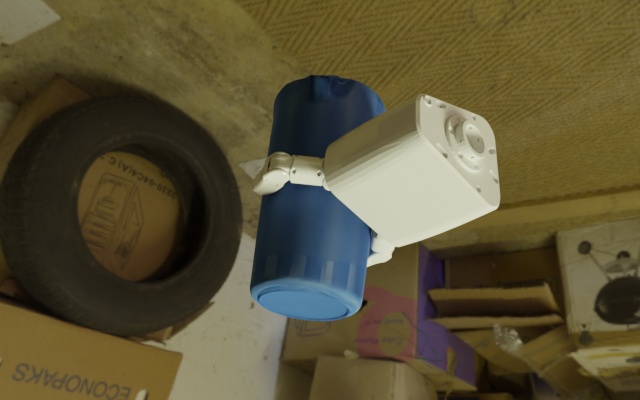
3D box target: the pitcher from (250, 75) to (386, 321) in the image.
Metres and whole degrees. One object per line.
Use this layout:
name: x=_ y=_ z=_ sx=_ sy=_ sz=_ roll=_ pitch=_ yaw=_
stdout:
pitcher: x=0.000 y=0.002 z=0.518 sx=0.149 sy=0.242 sz=0.145 roll=27 pitch=-35 yaw=-31
